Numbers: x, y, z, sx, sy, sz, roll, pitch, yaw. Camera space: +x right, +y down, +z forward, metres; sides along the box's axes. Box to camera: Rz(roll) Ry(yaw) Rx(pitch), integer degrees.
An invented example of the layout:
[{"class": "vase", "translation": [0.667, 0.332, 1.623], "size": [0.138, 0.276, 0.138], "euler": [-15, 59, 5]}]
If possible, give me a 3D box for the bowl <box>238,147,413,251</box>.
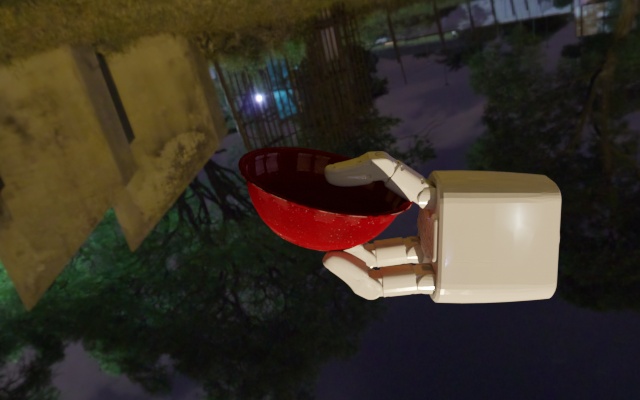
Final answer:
[{"class": "bowl", "translation": [-0.001, 0.001, 0.447], "size": [0.162, 0.055, 0.162], "euler": [12, 22, -5]}]
